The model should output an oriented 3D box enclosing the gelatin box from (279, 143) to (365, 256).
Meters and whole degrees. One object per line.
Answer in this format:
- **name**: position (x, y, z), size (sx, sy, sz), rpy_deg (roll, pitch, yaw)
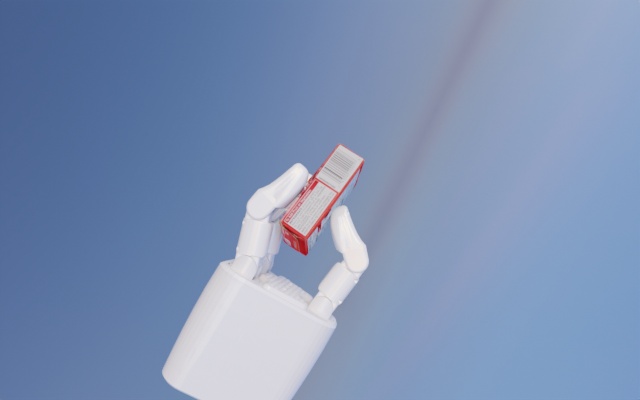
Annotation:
- **gelatin box**: position (0.001, 0.001, 0.427), size (0.030, 0.089, 0.073), rpy_deg (35, -13, 8)
